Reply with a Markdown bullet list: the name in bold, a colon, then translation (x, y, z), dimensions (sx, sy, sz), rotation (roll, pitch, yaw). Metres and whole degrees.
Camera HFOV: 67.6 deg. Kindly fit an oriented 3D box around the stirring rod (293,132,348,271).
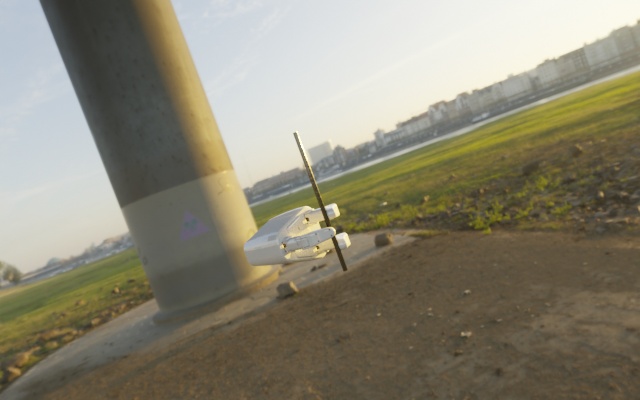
- **stirring rod**: translation (0.000, 0.003, 0.779), dimensions (0.011, 0.239, 0.011), rotation (-20, 3, 1)
